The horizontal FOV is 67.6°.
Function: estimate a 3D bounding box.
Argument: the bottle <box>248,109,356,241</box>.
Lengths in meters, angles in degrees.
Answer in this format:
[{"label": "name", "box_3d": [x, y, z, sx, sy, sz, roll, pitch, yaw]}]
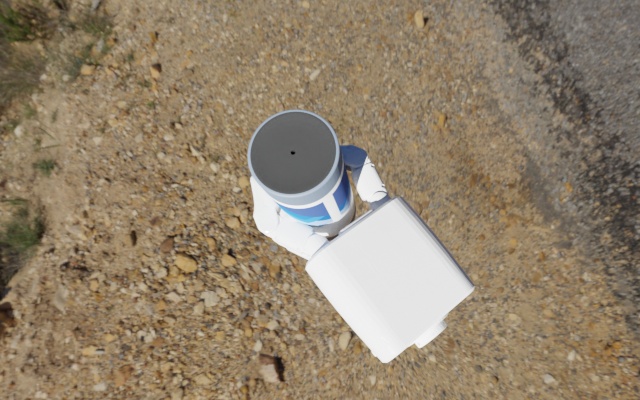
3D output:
[{"label": "bottle", "box_3d": [0.000, 0.001, 0.478, 0.069, 0.069, 0.296, 0, -14, 8]}]
